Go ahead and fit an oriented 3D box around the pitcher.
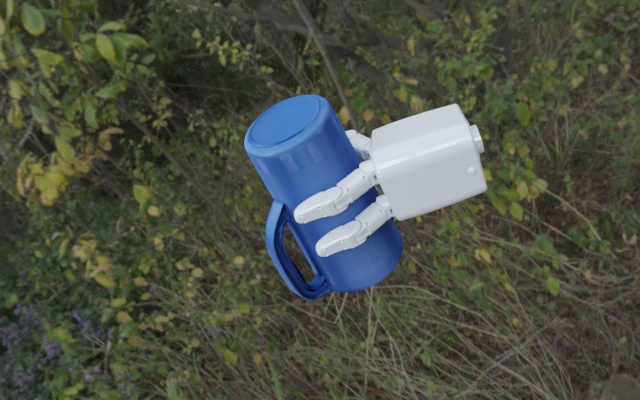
[{"bbox_3d":[0.000,0.002,0.596,0.145,0.243,0.149,-18,38,16],"label":"pitcher"}]
